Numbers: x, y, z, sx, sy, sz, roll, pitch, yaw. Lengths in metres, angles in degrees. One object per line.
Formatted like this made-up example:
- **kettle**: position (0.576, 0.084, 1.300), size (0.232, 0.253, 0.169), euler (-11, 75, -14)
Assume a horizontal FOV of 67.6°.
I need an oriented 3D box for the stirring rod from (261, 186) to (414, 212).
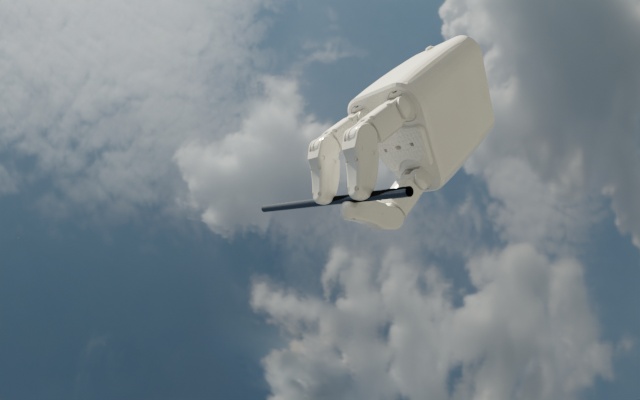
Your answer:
- **stirring rod**: position (0.000, 0.001, 0.446), size (0.011, 0.011, 0.239), euler (0, -4, -32)
